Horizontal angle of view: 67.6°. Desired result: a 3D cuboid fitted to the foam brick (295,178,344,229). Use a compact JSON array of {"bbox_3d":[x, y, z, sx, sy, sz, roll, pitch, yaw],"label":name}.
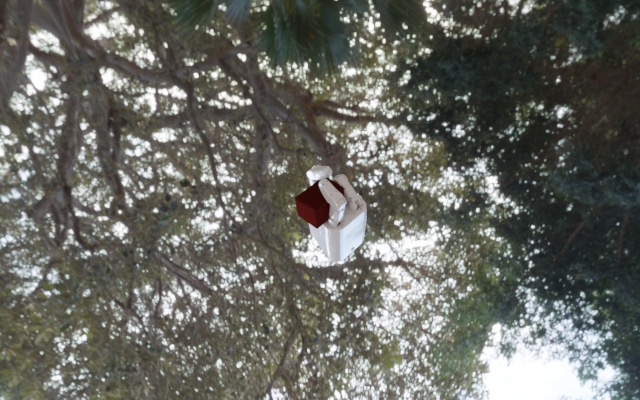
[{"bbox_3d":[0.000,0.003,0.871,0.053,0.051,0.078,34,57,30],"label":"foam brick"}]
